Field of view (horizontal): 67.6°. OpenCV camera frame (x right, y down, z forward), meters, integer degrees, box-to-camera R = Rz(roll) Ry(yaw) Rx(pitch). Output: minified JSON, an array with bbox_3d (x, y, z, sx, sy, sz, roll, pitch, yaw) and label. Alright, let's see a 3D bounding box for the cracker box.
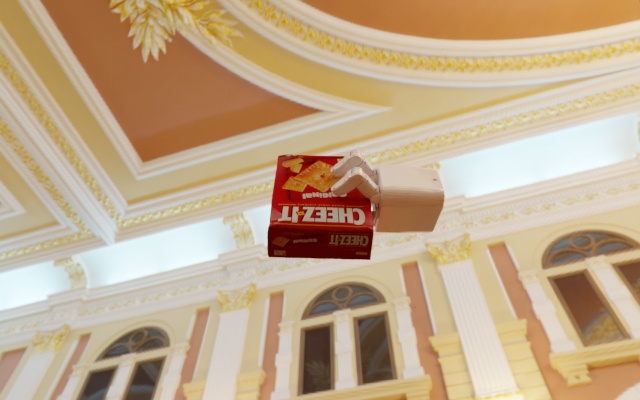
[{"bbox_3d":[0.000,0.003,0.815,0.164,0.072,0.213,1,36,-1],"label":"cracker box"}]
